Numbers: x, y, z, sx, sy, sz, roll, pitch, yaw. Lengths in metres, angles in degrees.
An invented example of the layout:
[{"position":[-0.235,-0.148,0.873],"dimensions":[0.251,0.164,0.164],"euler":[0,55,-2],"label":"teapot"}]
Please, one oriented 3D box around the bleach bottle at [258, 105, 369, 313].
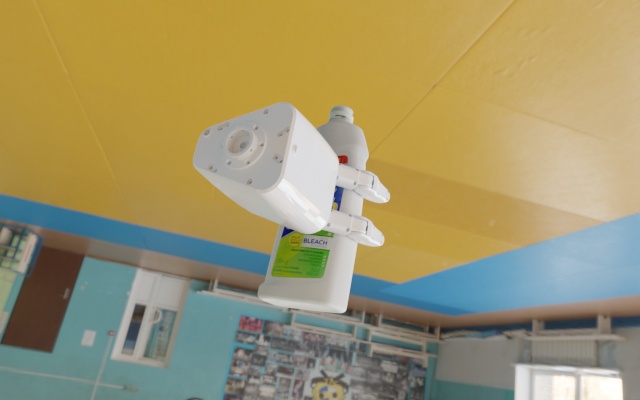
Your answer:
[{"position":[0.000,0.002,0.575],"dimensions":[0.102,0.250,0.068],"euler":[1,-21,24],"label":"bleach bottle"}]
